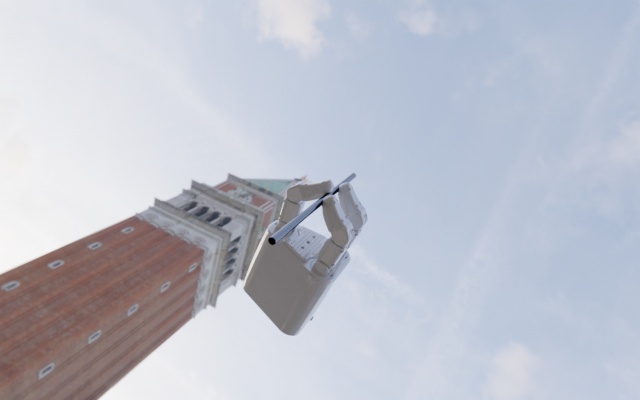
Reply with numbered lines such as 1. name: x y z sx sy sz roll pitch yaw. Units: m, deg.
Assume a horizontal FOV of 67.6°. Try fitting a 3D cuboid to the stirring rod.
1. stirring rod: 0.000 0.002 0.548 0.011 0.011 0.239 0 17 23
